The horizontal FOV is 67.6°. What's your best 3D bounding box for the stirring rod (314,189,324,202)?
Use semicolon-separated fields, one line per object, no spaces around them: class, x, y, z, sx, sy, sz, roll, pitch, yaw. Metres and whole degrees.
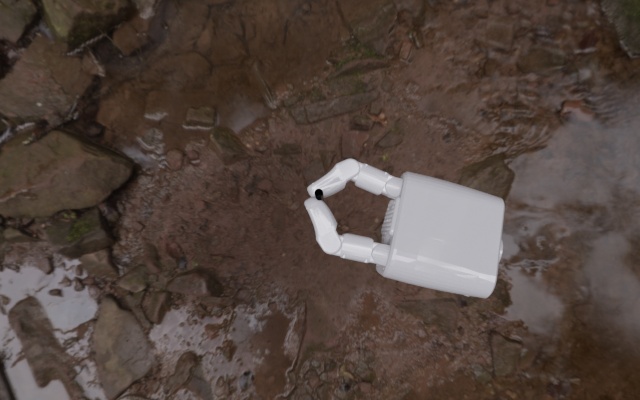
stirring rod;0.000;0.002;0.548;0.011;0.011;0.239;0;-4;1
